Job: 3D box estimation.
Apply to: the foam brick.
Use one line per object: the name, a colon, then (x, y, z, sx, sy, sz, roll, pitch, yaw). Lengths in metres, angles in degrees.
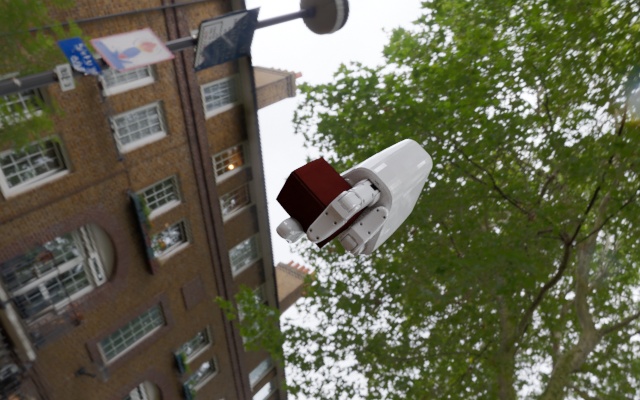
foam brick: (0.000, 0.001, 0.520, 0.051, 0.078, 0.053, -34, -12, -42)
